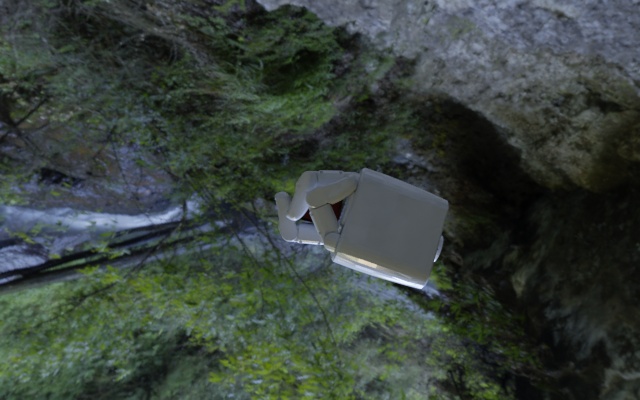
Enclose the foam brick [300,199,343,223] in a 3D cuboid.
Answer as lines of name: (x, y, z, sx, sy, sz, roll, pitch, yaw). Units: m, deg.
foam brick: (0.000, 0.002, 0.600, 0.051, 0.053, 0.078, 12, 2, 0)
